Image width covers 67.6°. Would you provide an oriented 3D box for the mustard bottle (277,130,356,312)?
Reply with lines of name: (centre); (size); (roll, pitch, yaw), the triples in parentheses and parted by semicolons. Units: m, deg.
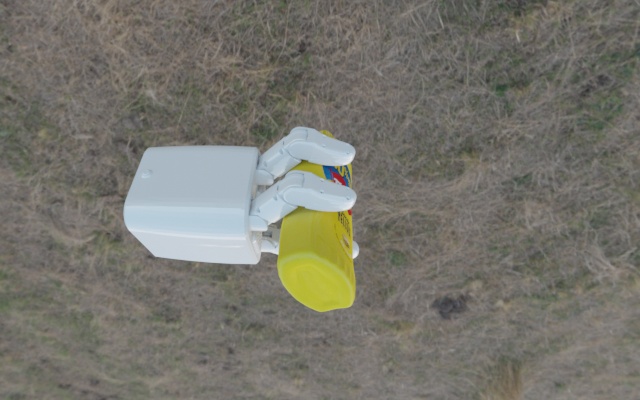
mustard bottle: (0.000, 0.002, 0.461); (0.058, 0.191, 0.096); (-15, -44, 19)
